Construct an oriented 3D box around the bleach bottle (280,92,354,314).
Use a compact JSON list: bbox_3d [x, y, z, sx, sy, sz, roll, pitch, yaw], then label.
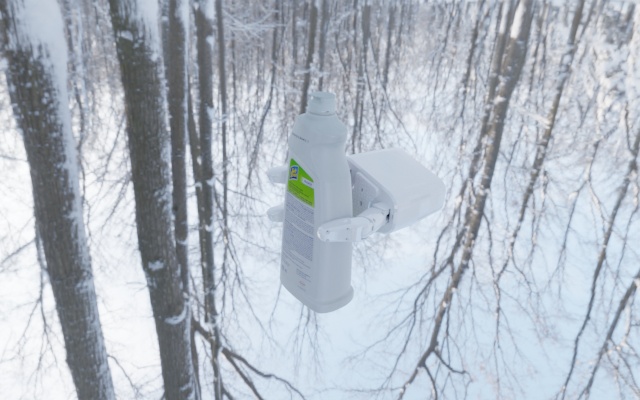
[{"bbox_3d":[0.000,0.002,0.563,0.068,0.251,0.102,-16,32,-37],"label":"bleach bottle"}]
